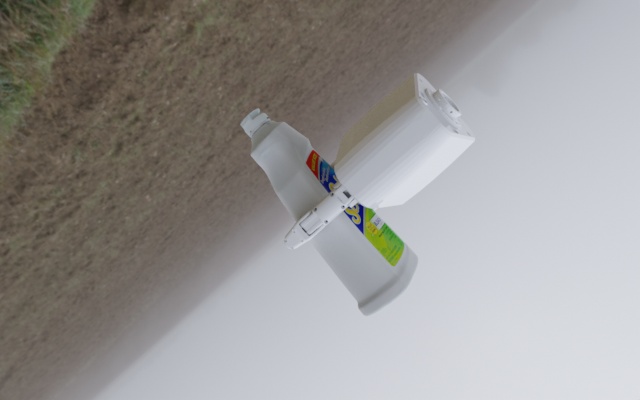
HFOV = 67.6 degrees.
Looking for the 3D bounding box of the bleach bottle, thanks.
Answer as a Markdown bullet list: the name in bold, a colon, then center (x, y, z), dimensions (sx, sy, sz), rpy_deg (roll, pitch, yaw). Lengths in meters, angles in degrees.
- **bleach bottle**: center (0.000, 0.002, 0.531), dimensions (0.068, 0.251, 0.102), rpy_deg (-42, -1, 27)
